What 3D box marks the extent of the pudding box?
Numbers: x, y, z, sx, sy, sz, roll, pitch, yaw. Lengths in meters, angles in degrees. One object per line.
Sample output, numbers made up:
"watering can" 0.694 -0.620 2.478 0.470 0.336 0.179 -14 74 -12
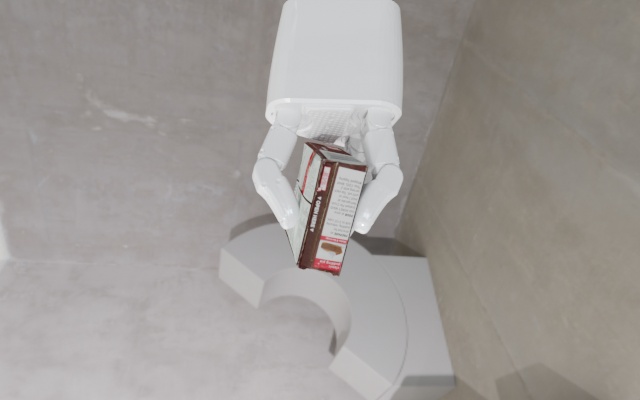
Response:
"pudding box" 0.000 0.001 0.407 0.039 0.090 0.113 11 11 -10
